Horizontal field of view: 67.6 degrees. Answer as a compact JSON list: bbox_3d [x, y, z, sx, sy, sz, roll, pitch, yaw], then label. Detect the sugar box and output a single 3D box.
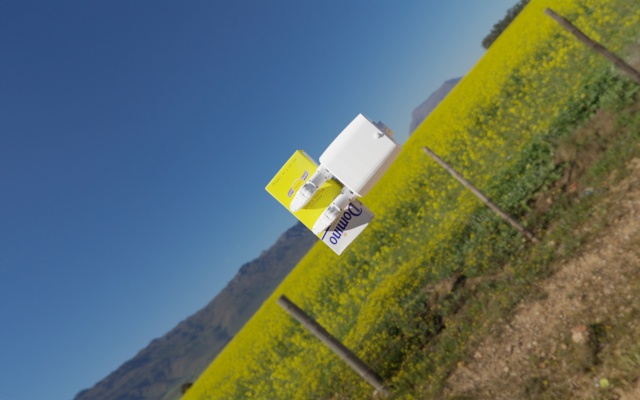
[{"bbox_3d":[0.000,0.003,0.836,0.176,0.093,0.048,42,12,4],"label":"sugar box"}]
